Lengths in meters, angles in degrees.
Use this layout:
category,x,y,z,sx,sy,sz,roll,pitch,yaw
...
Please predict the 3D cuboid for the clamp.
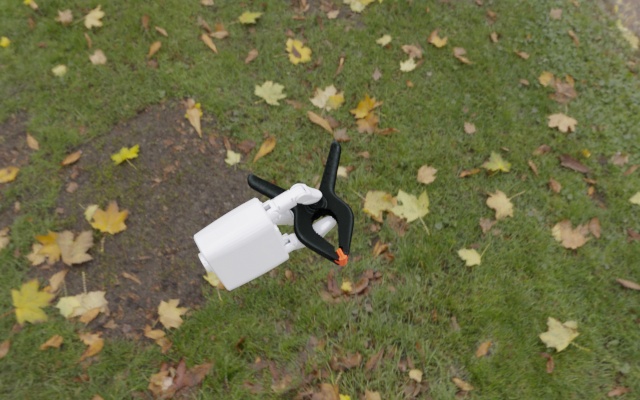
category,x,y,z,sx,sy,sz,roll,pitch,yaw
clamp,0.000,0.003,0.750,0.164,0.210,0.036,-30,-26,-9
